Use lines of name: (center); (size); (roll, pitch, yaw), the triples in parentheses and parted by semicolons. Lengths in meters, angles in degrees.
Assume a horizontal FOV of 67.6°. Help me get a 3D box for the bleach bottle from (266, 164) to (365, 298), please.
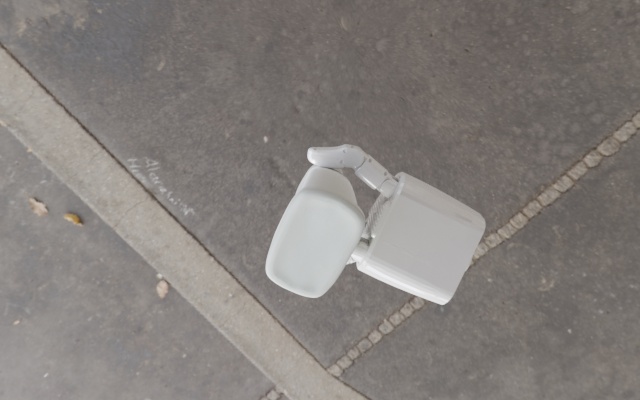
bleach bottle: (0.000, 0.002, 0.522); (0.068, 0.102, 0.250); (25, 18, -5)
